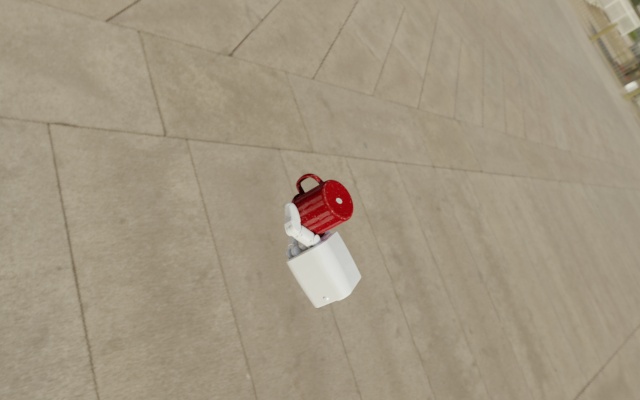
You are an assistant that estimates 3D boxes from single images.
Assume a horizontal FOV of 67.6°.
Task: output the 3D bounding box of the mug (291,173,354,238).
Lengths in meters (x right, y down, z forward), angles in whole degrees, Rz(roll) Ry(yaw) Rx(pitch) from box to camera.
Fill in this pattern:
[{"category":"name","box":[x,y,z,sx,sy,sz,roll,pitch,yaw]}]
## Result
[{"category":"mug","box":[0.000,0.002,0.875,0.081,0.117,0.093,-30,2,37]}]
